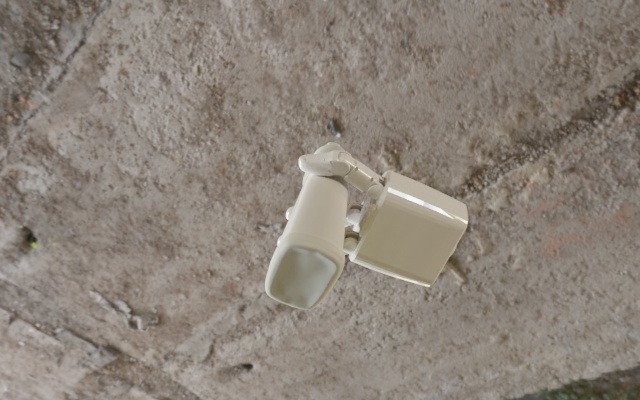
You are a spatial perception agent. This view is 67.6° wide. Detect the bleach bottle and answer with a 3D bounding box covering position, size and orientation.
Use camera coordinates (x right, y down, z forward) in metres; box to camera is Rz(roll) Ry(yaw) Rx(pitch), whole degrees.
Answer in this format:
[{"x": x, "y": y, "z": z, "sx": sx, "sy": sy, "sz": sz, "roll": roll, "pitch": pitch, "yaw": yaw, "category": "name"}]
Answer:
[{"x": 0.000, "y": 0.002, "z": 0.570, "sx": 0.068, "sy": 0.103, "sz": 0.250, "roll": 21, "pitch": 40, "yaw": -6, "category": "bleach bottle"}]
